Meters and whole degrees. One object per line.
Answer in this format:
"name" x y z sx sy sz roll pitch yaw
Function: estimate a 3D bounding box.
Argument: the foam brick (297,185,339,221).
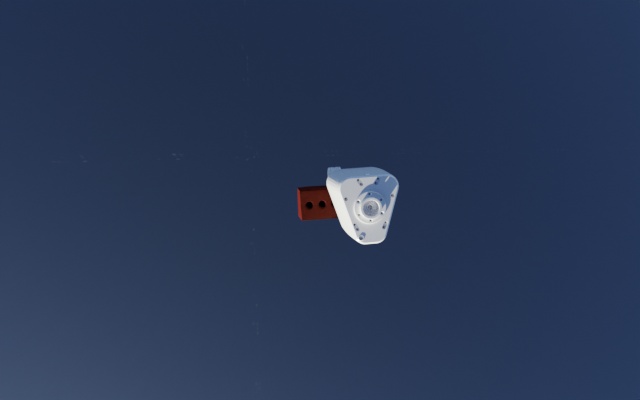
"foam brick" 0.000 0.003 0.832 0.078 0.053 0.051 -5 10 -6
